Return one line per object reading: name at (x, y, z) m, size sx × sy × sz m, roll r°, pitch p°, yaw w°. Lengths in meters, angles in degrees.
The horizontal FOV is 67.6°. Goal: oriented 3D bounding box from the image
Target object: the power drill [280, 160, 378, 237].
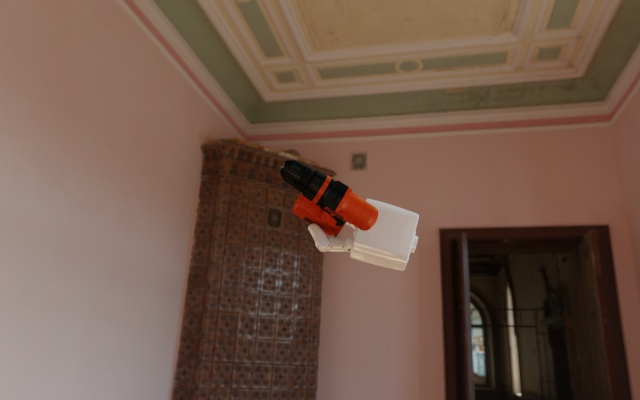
power drill at (0.000, 0.003, 0.866) m, size 0.184 × 0.057 × 0.188 m, roll 33°, pitch -14°, yaw -3°
